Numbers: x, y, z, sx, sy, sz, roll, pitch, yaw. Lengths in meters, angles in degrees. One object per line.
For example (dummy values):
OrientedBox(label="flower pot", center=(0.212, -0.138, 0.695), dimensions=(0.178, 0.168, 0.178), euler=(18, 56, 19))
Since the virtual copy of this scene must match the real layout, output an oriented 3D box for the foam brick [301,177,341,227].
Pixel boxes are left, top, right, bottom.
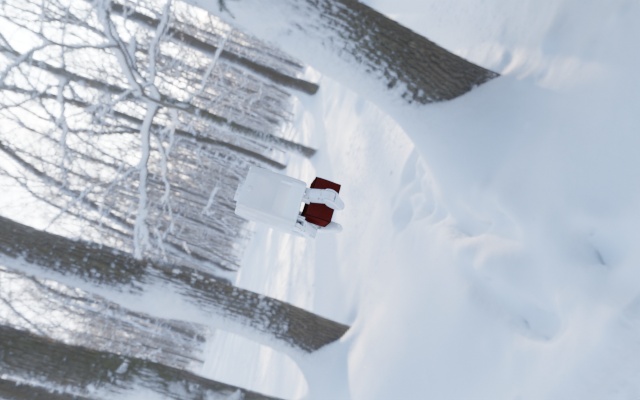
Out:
OrientedBox(label="foam brick", center=(0.000, 0.003, 0.890), dimensions=(0.051, 0.078, 0.053), euler=(19, -17, -7))
